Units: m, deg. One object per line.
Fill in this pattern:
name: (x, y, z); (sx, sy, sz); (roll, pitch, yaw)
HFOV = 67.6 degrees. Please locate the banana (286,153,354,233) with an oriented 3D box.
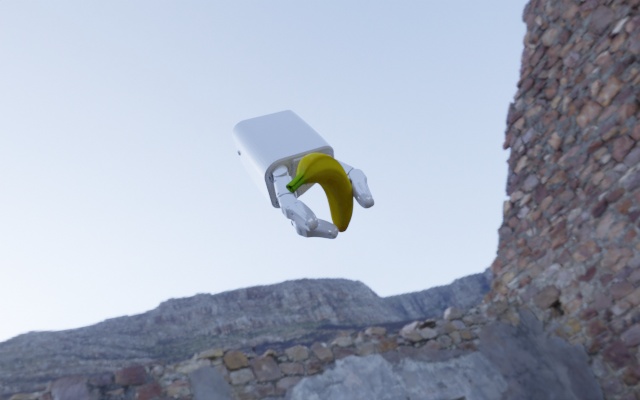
banana: (0.010, -0.014, 0.617); (0.037, 0.069, 0.198); (35, -3, 29)
